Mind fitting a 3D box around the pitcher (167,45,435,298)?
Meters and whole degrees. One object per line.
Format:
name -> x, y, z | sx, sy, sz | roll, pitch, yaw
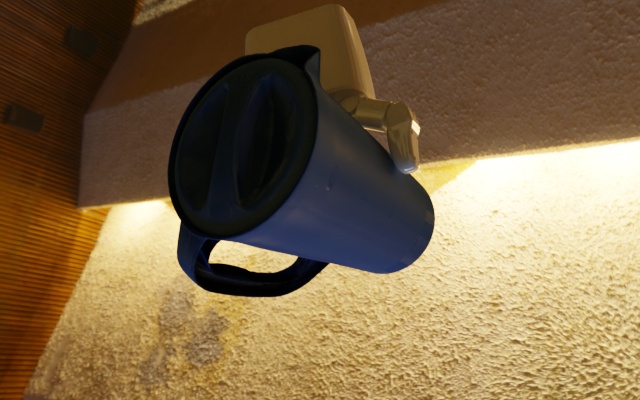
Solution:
pitcher -> 0.000, 0.001, 0.406 | 0.149, 0.145, 0.243 | -22, -28, 27
